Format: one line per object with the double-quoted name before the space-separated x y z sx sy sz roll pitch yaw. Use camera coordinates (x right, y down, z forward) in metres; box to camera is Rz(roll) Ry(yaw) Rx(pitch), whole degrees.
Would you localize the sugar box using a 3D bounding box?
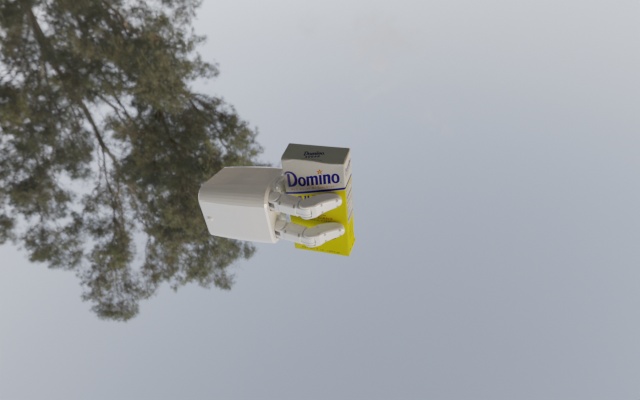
"sugar box" 0.000 0.003 0.706 0.093 0.176 0.048 6 43 16
